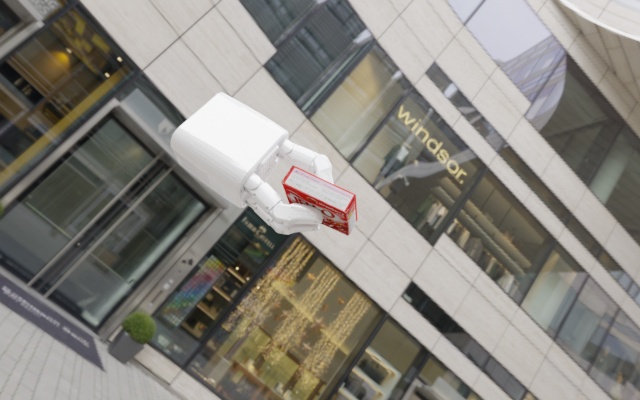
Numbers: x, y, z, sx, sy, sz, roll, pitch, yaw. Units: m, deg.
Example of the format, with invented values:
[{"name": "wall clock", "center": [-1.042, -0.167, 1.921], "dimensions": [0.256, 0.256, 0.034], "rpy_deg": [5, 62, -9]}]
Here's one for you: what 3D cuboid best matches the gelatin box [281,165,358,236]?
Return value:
[{"name": "gelatin box", "center": [0.001, 0.002, 0.584], "dimensions": [0.089, 0.030, 0.073], "rpy_deg": [25, -21, 16]}]
